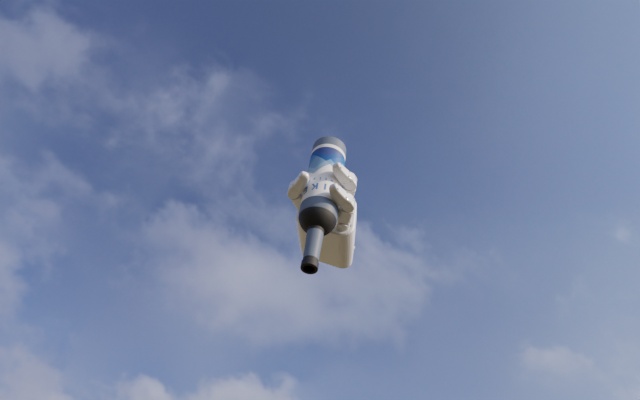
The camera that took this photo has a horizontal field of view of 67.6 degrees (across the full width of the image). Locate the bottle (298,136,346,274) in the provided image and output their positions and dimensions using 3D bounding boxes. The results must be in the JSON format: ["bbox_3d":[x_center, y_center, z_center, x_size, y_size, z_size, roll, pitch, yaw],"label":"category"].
[{"bbox_3d":[0.000,0.002,0.833,0.069,0.069,0.295,0,44,10],"label":"bottle"}]
